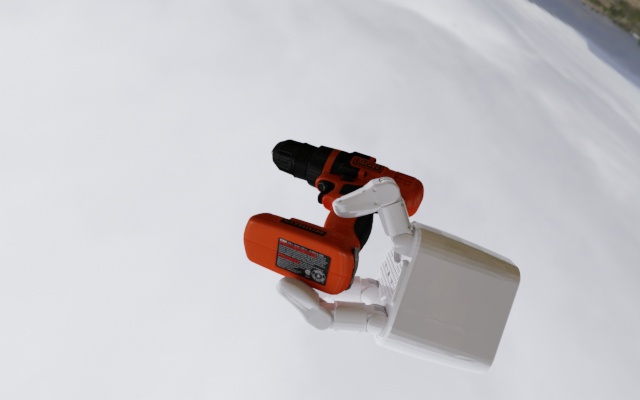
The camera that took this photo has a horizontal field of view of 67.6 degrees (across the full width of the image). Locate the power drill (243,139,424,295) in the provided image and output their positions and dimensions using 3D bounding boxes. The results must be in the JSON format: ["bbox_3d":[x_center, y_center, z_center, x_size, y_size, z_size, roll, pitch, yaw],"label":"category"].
[{"bbox_3d":[0.000,0.002,0.493,0.184,0.057,0.187,18,36,17],"label":"power drill"}]
